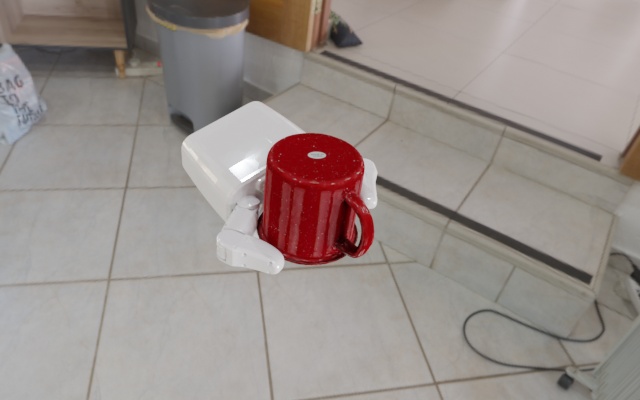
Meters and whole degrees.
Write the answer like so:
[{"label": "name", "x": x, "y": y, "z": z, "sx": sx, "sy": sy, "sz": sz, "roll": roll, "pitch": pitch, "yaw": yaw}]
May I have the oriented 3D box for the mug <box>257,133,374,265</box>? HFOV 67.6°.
[{"label": "mug", "x": 0.001, "y": 0.002, "z": 0.406, "sx": 0.093, "sy": 0.082, "sz": 0.117, "roll": -23, "pitch": 47, "yaw": -33}]
